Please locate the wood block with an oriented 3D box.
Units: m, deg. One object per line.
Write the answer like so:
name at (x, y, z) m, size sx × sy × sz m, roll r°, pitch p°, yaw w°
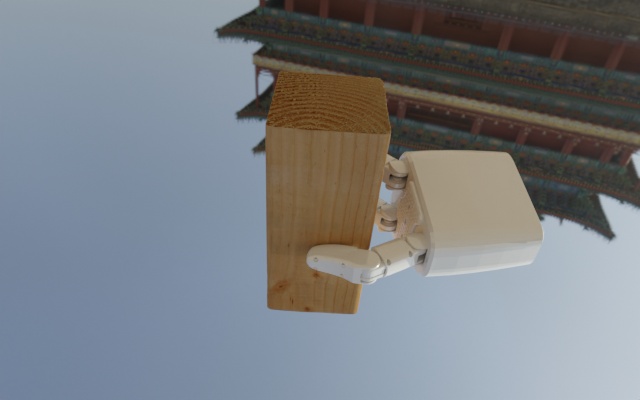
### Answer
wood block at (0.000, 0.002, 0.430) m, size 0.090 × 0.206 × 0.090 m, roll 4°, pitch 40°, yaw -1°
